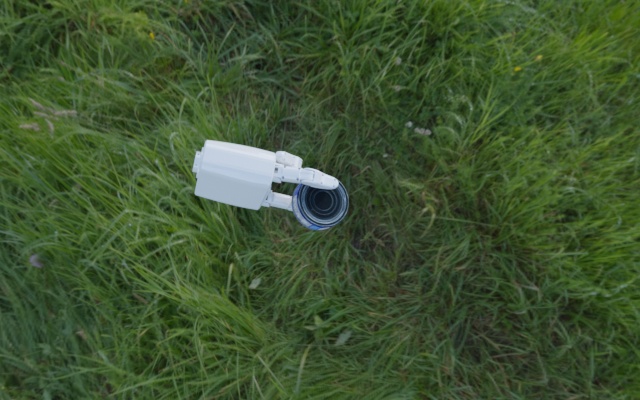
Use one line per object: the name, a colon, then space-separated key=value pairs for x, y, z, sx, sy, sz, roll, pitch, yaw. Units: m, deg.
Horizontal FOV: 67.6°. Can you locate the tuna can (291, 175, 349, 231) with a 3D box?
tuna can: x=0.000 y=0.002 z=0.747 sx=0.086 sy=0.086 sz=0.034 roll=0 pitch=-11 yaw=-20
